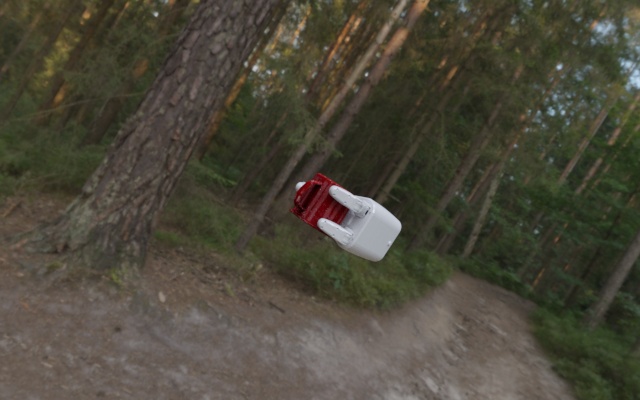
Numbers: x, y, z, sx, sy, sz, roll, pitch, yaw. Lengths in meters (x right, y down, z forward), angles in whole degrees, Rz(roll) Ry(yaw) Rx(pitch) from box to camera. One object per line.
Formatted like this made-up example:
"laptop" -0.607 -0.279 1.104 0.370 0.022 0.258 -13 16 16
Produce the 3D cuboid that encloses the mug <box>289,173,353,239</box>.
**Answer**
"mug" -0.001 0.002 0.809 0.093 0.081 0.117 34 2 43
